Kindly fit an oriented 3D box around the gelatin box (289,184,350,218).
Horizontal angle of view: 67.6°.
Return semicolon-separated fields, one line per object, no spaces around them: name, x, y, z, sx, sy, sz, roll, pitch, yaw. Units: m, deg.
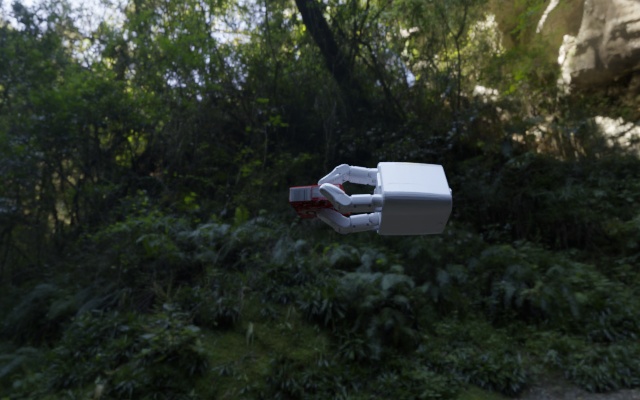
gelatin box;0.000;0.002;0.796;0.089;0.030;0.073;-4;-24;13
